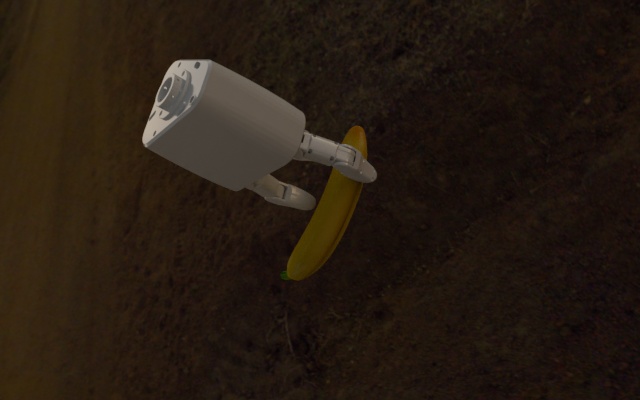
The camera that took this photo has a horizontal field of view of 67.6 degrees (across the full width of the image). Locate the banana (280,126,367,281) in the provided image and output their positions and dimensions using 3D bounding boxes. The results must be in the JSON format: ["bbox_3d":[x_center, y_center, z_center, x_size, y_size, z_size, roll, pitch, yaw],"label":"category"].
[{"bbox_3d":[0.007,0.011,0.520,0.037,0.198,0.069,24,7,-34],"label":"banana"}]
